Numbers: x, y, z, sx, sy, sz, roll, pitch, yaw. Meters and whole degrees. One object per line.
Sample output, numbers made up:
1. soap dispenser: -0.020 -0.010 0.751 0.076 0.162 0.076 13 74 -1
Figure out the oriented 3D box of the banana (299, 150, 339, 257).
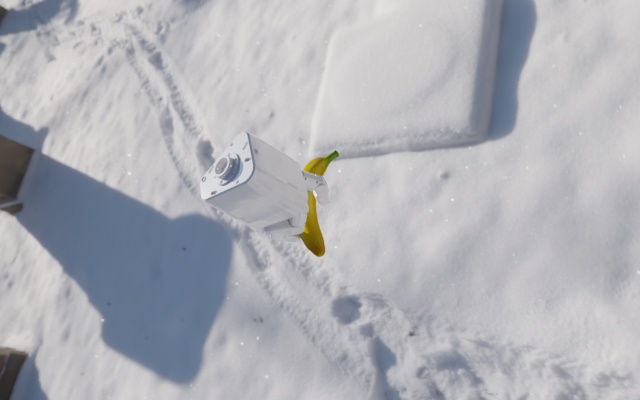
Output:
1. banana: -0.014 0.003 0.808 0.069 0.197 0.037 -12 -31 37
